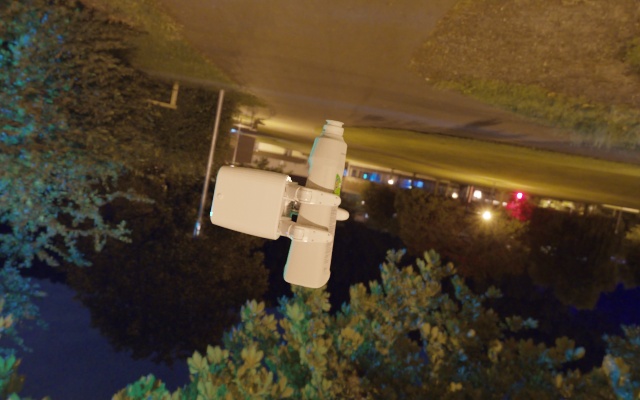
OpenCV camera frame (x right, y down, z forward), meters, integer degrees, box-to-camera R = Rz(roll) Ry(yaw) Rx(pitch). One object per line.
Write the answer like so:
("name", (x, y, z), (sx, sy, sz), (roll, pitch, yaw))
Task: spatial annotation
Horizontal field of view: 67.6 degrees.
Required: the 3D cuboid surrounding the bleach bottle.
("bleach bottle", (0.000, 0.002, 0.745), (0.068, 0.251, 0.102), (11, 4, 8))
